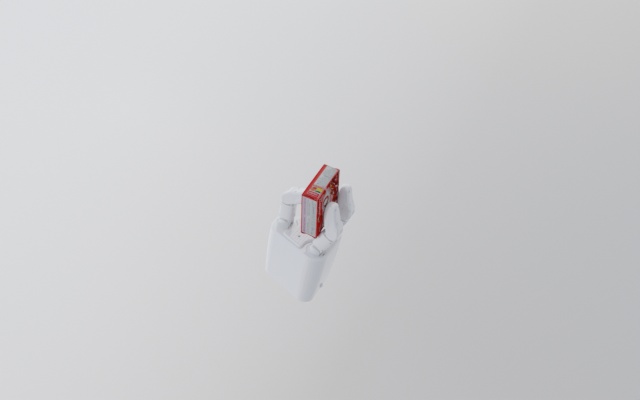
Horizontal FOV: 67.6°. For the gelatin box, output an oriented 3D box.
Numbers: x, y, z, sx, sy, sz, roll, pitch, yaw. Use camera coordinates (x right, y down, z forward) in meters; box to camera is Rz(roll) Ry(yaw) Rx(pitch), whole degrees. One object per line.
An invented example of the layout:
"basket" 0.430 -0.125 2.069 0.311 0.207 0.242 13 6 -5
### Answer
"gelatin box" 0.000 0.002 0.715 0.030 0.089 0.073 21 50 17
